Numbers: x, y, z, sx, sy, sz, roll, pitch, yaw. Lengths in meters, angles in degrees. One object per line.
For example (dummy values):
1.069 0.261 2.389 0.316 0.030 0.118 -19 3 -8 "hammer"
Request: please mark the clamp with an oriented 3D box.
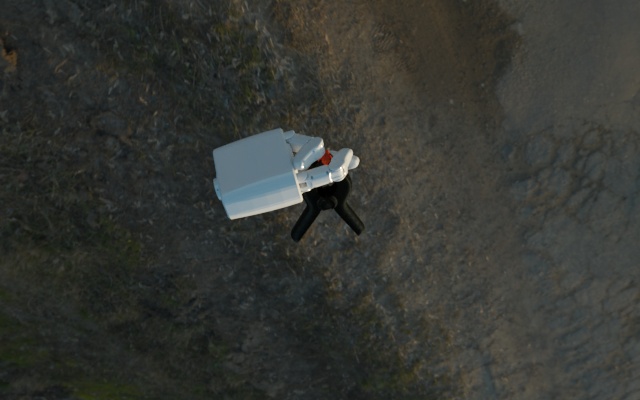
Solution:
0.000 0.003 0.742 0.120 0.172 0.039 -16 38 -2 "clamp"
